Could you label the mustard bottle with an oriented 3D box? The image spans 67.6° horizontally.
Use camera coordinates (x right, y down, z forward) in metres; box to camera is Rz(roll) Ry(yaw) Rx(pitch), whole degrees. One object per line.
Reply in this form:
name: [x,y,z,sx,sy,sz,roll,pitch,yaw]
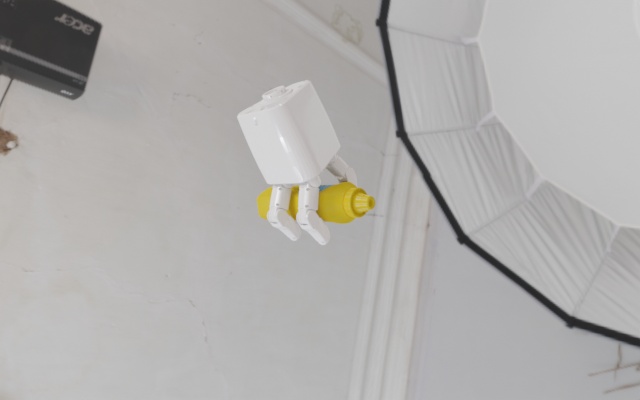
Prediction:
mustard bottle: [0.000,0.003,0.697,0.096,0.058,0.191,-11,8,-44]
